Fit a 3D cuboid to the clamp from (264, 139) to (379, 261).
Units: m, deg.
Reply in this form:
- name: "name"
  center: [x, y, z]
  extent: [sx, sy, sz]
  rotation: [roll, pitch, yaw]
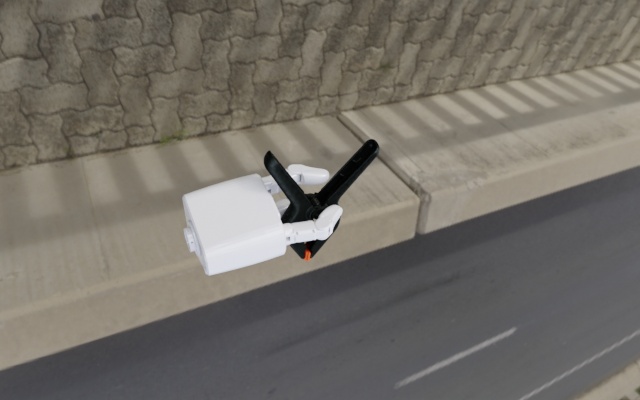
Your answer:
- name: "clamp"
  center: [0.000, 0.003, 0.679]
  extent: [0.164, 0.210, 0.036]
  rotation: [-14, 45, -19]
